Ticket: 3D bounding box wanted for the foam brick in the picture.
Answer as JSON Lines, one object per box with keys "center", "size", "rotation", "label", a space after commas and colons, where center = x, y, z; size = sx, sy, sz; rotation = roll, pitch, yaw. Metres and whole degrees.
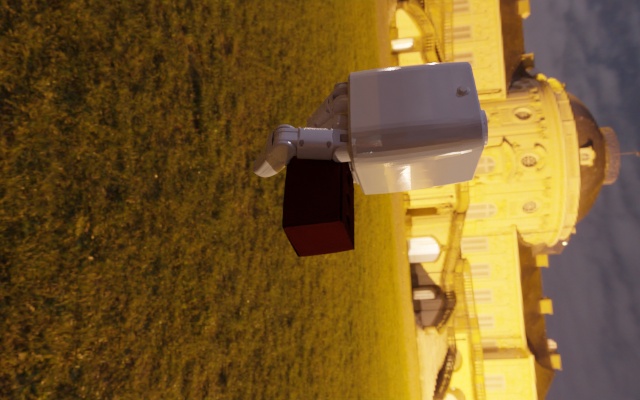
{"center": [0.000, 0.002, 0.415], "size": [0.051, 0.078, 0.053], "rotation": [-6, -34, 12], "label": "foam brick"}
